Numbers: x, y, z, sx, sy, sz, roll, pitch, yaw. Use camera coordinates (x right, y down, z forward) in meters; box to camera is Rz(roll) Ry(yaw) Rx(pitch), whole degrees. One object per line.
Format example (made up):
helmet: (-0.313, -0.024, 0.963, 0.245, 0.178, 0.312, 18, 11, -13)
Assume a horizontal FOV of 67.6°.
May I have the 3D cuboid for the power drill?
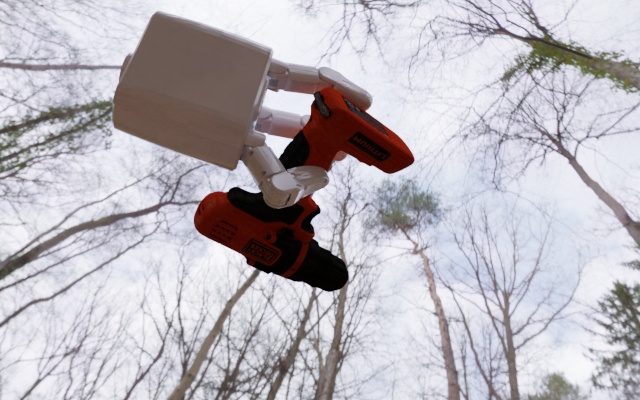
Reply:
power drill: (0.000, 0.001, 0.464, 0.184, 0.188, 0.057, 30, 22, -31)
